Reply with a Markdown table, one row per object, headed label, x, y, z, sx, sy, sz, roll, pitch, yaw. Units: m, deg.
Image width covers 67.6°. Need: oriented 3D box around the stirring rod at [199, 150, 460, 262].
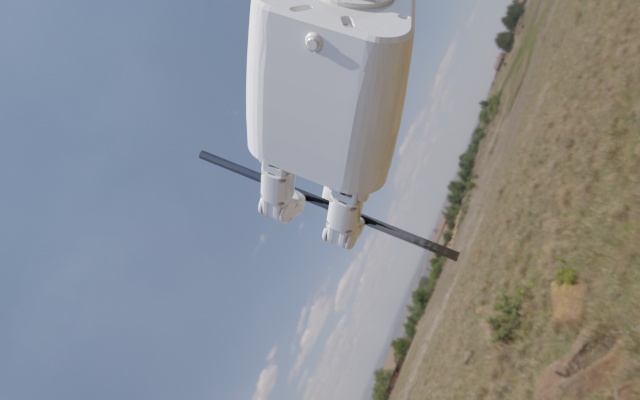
| label | x | y | z | sx | sy | sz | roll | pitch | yaw |
| --- | --- | --- | --- | --- | --- | --- | --- | --- | --- |
| stirring rod | 0.000 | 0.001 | 0.405 | 0.239 | 0.011 | 0.011 | 22 | 6 | 14 |
